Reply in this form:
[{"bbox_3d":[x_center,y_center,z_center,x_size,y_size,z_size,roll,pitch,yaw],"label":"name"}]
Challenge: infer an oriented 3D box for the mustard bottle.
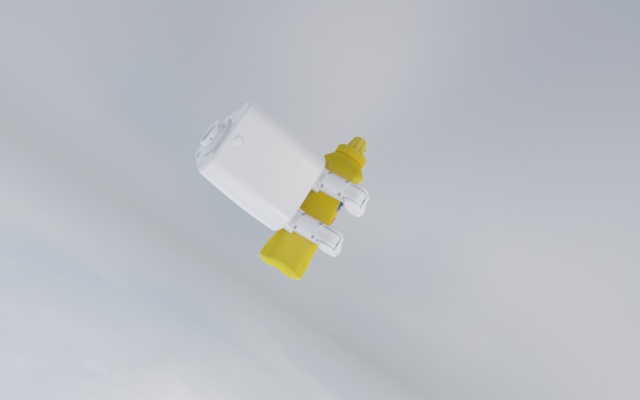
[{"bbox_3d":[0.000,0.002,0.583,0.058,0.191,0.096,33,-13,0],"label":"mustard bottle"}]
